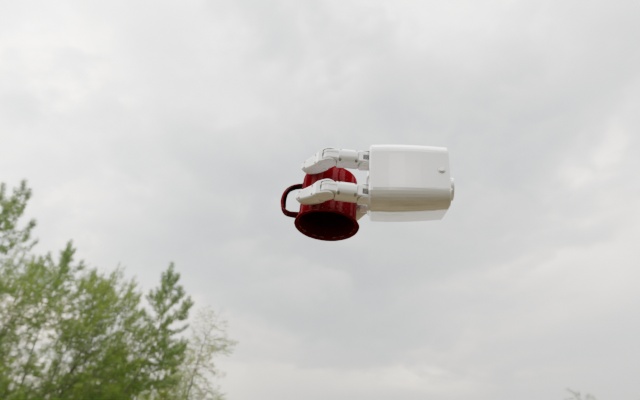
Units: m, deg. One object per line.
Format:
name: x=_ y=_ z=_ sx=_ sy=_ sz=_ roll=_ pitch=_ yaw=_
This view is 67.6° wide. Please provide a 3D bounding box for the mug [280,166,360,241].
mug: x=-0.001 y=0.002 z=0.699 sx=0.117 sy=0.081 sz=0.093 roll=2 pitch=-32 yaw=5
